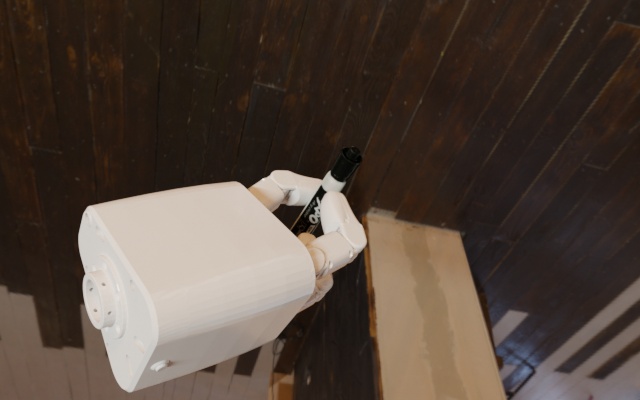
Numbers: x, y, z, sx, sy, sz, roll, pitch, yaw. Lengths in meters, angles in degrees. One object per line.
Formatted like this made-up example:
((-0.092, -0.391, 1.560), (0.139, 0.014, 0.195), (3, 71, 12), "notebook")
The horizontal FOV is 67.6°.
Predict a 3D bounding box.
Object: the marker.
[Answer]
((0.000, 0.001, 0.400), (0.020, 0.020, 0.121), (0, -41, -36), "marker")
